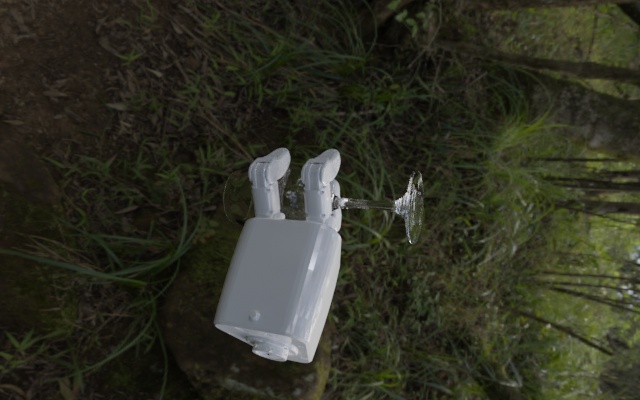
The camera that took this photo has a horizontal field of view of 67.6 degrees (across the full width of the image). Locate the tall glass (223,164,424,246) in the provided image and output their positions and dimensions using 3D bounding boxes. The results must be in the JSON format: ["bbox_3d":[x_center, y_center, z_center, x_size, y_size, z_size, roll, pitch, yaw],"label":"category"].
[{"bbox_3d":[0.001,0.002,0.498,0.201,0.079,0.079,4,1,22],"label":"tall glass"}]
